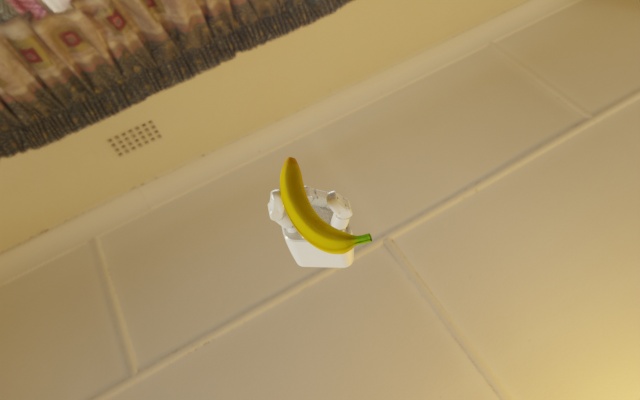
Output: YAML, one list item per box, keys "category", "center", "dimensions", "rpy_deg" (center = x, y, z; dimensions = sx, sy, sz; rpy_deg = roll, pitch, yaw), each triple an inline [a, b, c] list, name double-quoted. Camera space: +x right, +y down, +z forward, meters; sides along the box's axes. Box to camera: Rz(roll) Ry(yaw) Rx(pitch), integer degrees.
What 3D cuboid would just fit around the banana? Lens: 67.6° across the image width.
- category: "banana"
  center: [-0.013, 0.015, 0.682]
  dimensions: [0.069, 0.197, 0.037]
  rpy_deg: [-35, -32, -14]
